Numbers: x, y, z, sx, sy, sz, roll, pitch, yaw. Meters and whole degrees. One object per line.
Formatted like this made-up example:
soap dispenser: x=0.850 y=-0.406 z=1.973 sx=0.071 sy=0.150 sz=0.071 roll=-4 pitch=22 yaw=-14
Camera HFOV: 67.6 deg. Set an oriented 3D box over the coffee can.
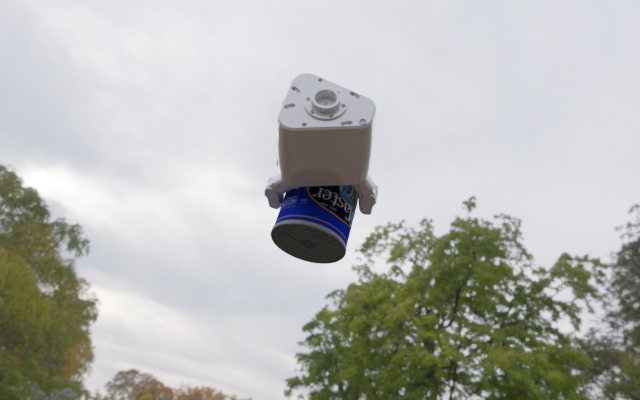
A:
coffee can: x=0.000 y=0.002 z=0.664 sx=0.103 sy=0.140 sz=0.103 roll=12 pitch=-32 yaw=8
